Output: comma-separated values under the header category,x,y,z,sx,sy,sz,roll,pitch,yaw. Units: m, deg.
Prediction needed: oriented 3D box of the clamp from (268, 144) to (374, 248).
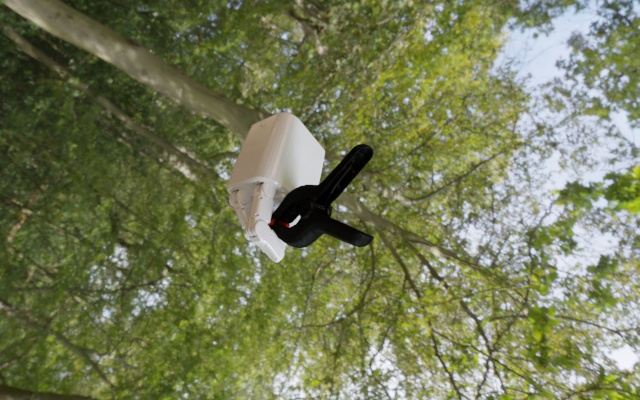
category,x,y,z,sx,sy,sz,roll,pitch,yaw
clamp,0.000,0.002,0.565,0.171,0.120,0.039,-10,-33,43
